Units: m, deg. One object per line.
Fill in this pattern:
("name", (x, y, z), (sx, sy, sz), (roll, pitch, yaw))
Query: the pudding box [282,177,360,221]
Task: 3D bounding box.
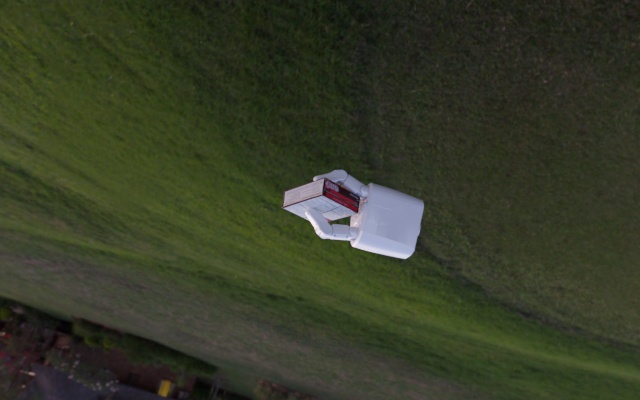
("pudding box", (0.000, 0.003, 0.850), (0.090, 0.039, 0.113), (28, -32, -36))
